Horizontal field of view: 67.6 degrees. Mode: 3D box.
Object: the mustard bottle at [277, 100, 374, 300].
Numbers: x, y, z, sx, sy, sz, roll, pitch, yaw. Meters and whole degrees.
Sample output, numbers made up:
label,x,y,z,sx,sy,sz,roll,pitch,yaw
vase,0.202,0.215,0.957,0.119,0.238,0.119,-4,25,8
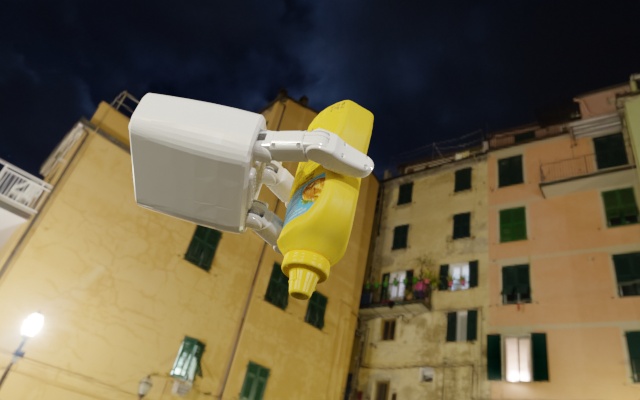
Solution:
label,x,y,z,sx,sy,sz,roll,pitch,yaw
mustard bottle,0.000,0.001,0.448,0.058,0.191,0.096,27,-36,-19
